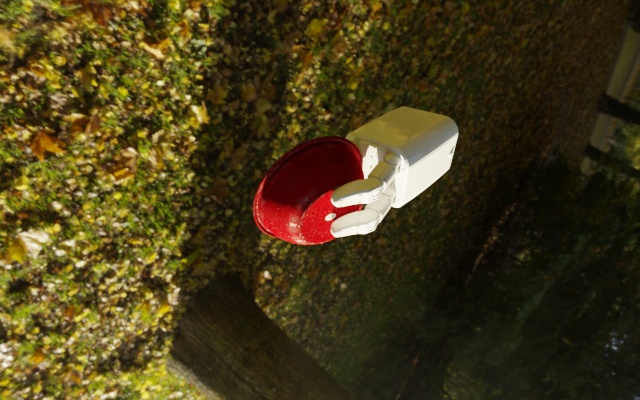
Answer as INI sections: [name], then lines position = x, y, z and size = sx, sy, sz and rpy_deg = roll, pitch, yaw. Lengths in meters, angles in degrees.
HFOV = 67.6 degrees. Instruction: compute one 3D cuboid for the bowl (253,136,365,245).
[bowl]
position = -0.001, 0.003, 0.593
size = 0.162, 0.162, 0.055
rpy_deg = 0, 38, -41
